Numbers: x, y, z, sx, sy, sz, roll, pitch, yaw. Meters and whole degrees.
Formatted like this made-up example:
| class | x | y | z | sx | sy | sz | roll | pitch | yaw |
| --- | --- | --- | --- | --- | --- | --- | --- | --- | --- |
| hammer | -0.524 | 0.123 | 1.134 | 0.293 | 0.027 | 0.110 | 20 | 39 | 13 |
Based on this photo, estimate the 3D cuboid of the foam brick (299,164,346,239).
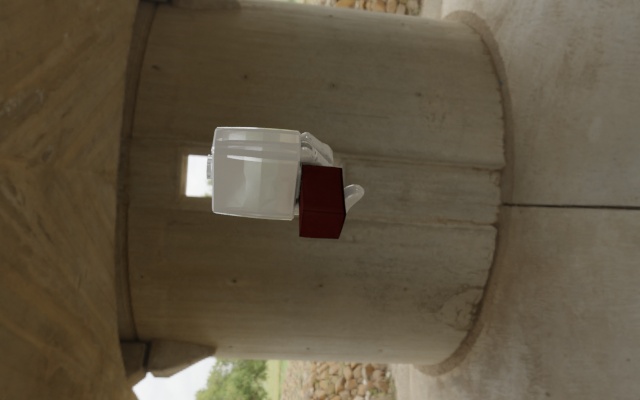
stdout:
| class | x | y | z | sx | sy | sz | roll | pitch | yaw |
| --- | --- | --- | --- | --- | --- | --- | --- | --- | --- |
| foam brick | 0.000 | 0.002 | 0.589 | 0.051 | 0.078 | 0.053 | 4 | -42 | -7 |
